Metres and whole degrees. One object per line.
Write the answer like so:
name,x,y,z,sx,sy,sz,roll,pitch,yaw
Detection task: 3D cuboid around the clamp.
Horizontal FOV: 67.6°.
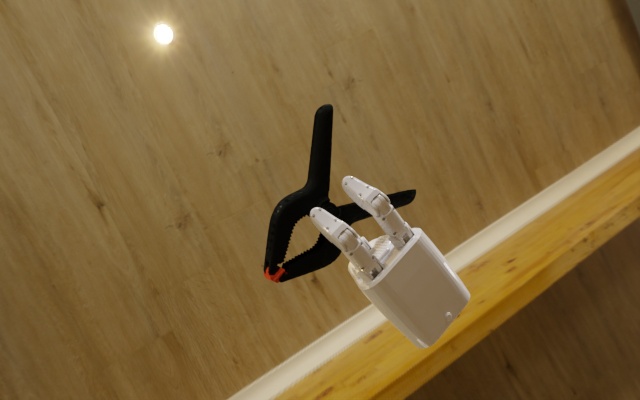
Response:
clamp,0.000,0.002,0.558,0.210,0.164,0.036,-45,13,-17
